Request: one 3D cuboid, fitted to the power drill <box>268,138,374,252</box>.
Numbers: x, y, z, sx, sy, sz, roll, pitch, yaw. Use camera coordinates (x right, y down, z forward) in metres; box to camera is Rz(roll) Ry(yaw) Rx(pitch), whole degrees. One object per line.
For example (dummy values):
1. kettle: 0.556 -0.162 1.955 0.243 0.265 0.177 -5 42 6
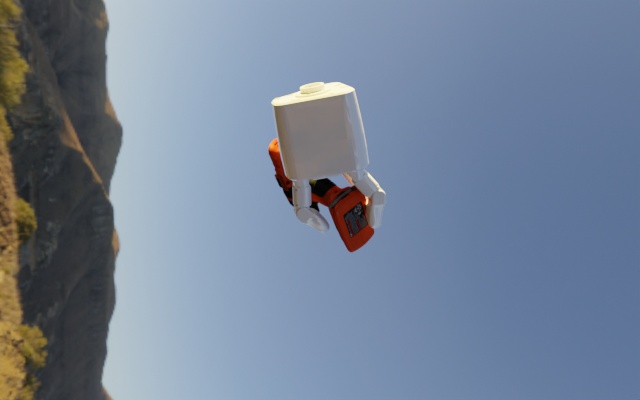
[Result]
1. power drill: 0.000 0.002 0.755 0.057 0.185 0.187 -40 48 -16
